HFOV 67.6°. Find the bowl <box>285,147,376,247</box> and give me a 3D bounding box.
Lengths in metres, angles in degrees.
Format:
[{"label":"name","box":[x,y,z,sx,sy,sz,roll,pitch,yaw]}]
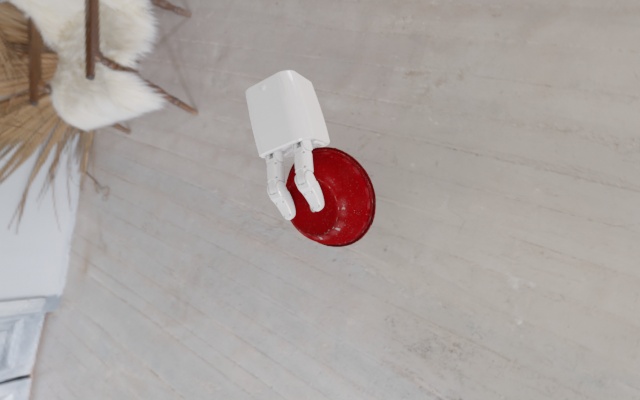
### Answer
[{"label":"bowl","box":[0.001,0.004,0.724,0.162,0.162,0.055,0,15,32]}]
